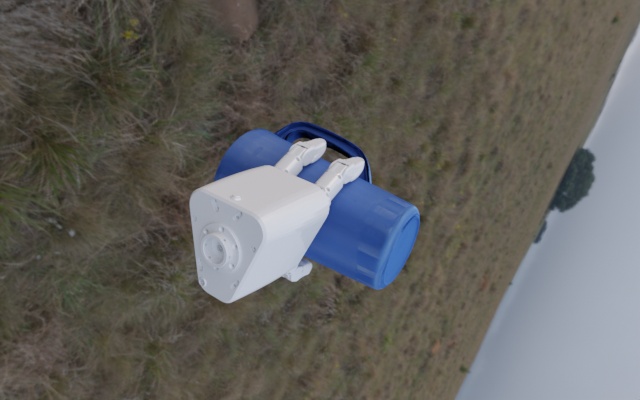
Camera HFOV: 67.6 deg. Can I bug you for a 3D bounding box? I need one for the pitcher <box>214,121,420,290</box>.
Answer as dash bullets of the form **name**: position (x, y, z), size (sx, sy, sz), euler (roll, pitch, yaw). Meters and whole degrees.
- **pitcher**: position (0.000, 0.002, 0.602), size (0.243, 0.149, 0.145), euler (25, 24, 24)
